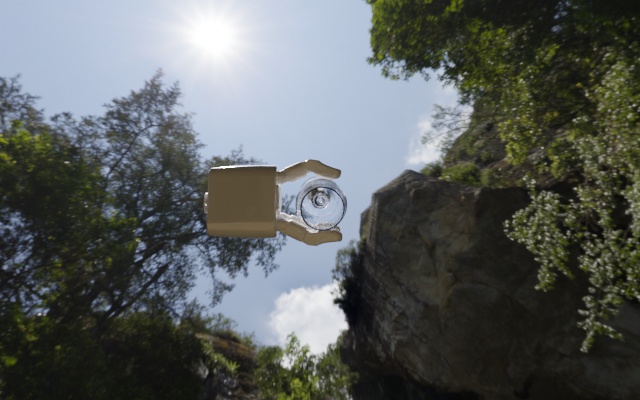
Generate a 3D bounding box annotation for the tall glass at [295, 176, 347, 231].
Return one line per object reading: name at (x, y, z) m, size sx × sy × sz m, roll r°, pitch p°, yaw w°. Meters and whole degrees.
tall glass at (0.000, 0.002, 0.758) m, size 0.079 × 0.079 × 0.201 m, roll 0°, pitch 5°, yaw -2°
